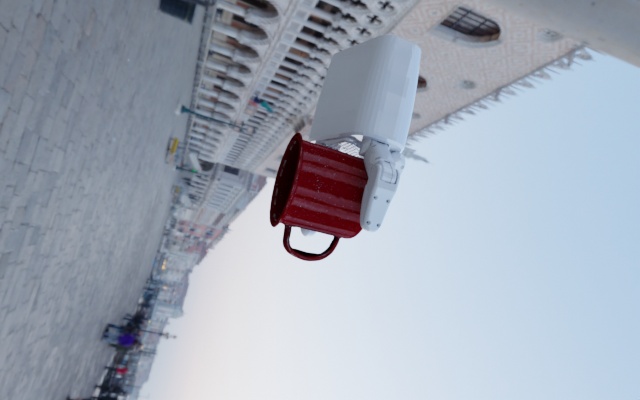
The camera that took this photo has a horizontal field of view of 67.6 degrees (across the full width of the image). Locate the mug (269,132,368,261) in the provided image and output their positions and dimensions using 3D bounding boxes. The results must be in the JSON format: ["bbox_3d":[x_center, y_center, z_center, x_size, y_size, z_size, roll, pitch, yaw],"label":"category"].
[{"bbox_3d":[0.000,0.003,0.463,0.081,0.117,0.093,15,-7,-16],"label":"mug"}]
